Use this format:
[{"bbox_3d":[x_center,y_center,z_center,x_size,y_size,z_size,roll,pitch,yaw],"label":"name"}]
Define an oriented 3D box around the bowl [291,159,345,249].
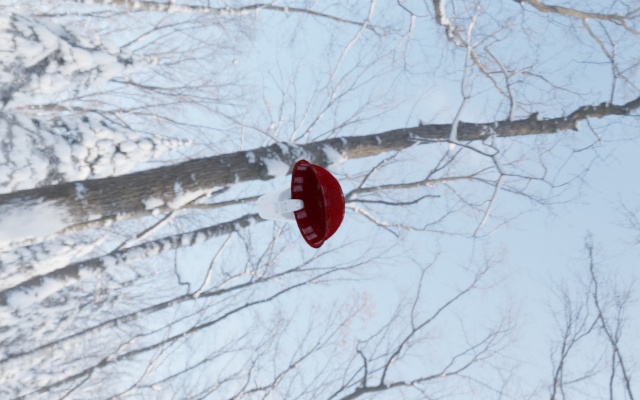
[{"bbox_3d":[0.001,0.003,0.860,0.055,0.162,0.162,-10,4,-23],"label":"bowl"}]
